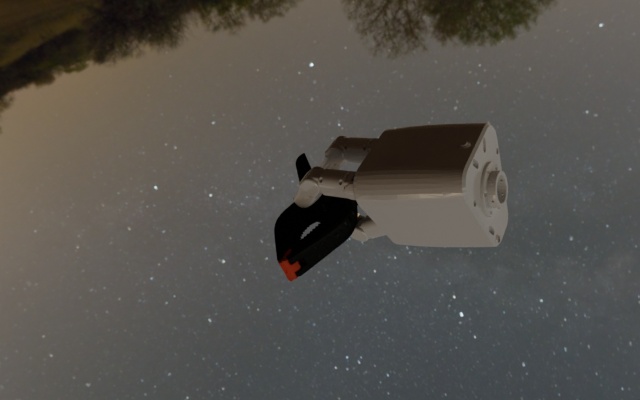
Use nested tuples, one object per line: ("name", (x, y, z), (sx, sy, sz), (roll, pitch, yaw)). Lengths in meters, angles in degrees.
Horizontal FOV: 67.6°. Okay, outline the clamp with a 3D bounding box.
("clamp", (0.000, 0.003, 0.539), (0.164, 0.036, 0.210), (1, 41, 38))
